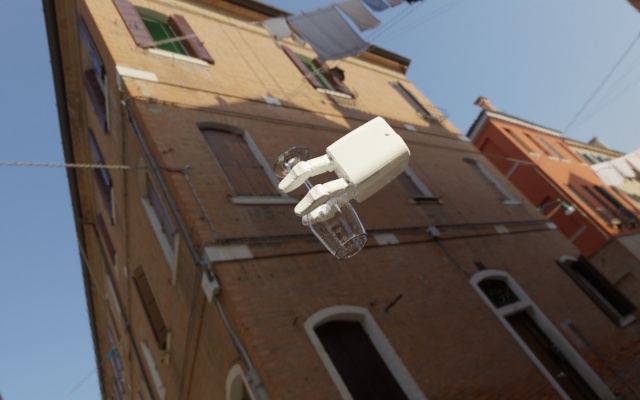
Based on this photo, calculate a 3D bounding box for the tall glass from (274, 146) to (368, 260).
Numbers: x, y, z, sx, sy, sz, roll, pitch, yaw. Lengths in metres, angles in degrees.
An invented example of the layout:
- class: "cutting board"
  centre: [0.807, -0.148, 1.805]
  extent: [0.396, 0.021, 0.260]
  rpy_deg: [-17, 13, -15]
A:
- class: "tall glass"
  centre: [0.000, 0.002, 0.795]
  extent: [0.079, 0.201, 0.079]
  rpy_deg: [-25, -31, -16]
